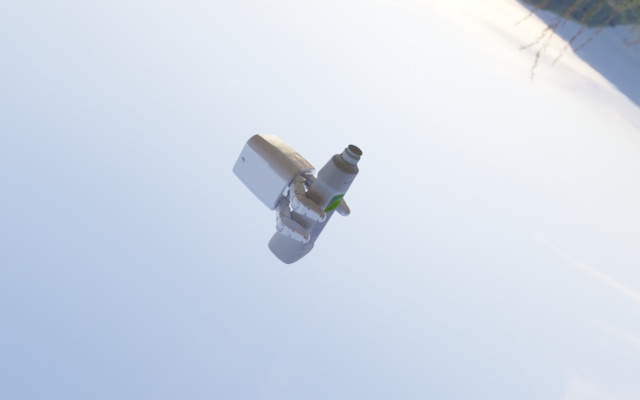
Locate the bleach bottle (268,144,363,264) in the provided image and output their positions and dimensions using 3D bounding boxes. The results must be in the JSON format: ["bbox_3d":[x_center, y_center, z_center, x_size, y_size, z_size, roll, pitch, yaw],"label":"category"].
[{"bbox_3d":[0.000,0.003,0.833,0.068,0.251,0.102,42,34,11],"label":"bleach bottle"}]
